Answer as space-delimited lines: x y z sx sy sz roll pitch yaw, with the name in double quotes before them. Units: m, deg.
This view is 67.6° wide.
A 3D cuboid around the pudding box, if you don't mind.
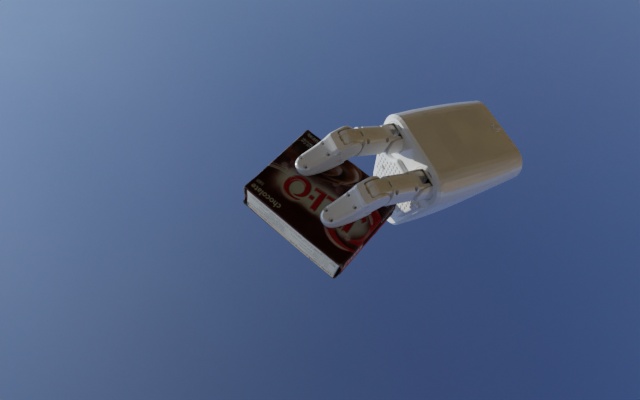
"pudding box" 0.000 0.001 0.438 0.113 0.090 0.039 37 -30 12
